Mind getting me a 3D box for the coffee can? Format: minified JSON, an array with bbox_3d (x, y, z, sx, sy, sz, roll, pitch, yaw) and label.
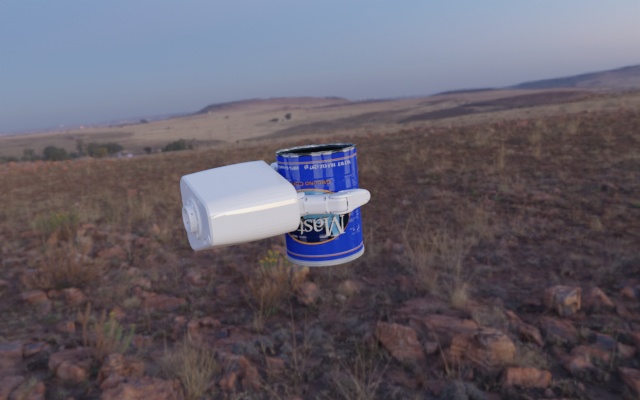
[{"bbox_3d":[0.000,0.002,0.616,0.103,0.140,0.102,-5,12,1],"label":"coffee can"}]
